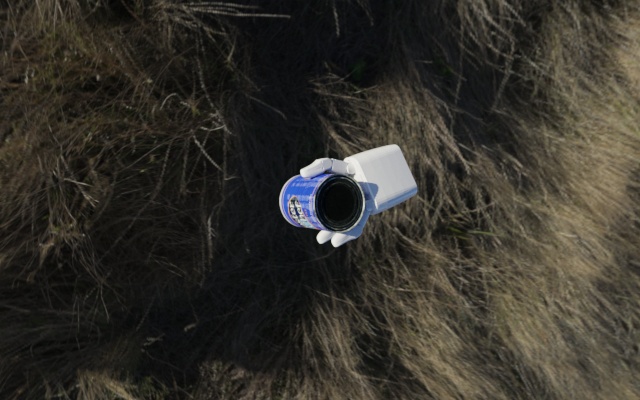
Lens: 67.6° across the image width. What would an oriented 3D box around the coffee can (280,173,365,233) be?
[{"bbox_3d":[0.000,0.003,0.871,0.103,0.103,0.140,0,2,-29],"label":"coffee can"}]
